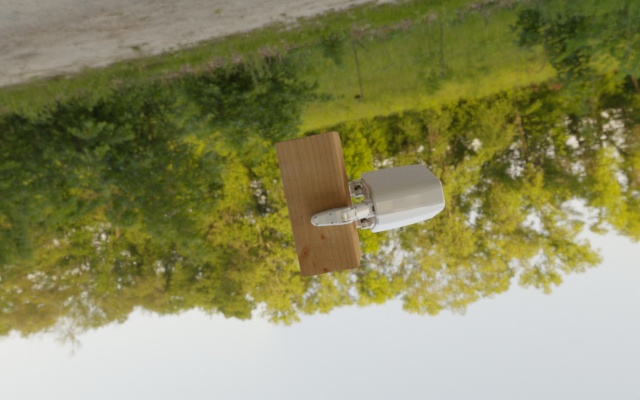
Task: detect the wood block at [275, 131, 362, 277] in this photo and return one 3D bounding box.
[{"bbox_3d":[0.000,0.003,0.746,0.090,0.206,0.091,-10,5,9],"label":"wood block"}]
